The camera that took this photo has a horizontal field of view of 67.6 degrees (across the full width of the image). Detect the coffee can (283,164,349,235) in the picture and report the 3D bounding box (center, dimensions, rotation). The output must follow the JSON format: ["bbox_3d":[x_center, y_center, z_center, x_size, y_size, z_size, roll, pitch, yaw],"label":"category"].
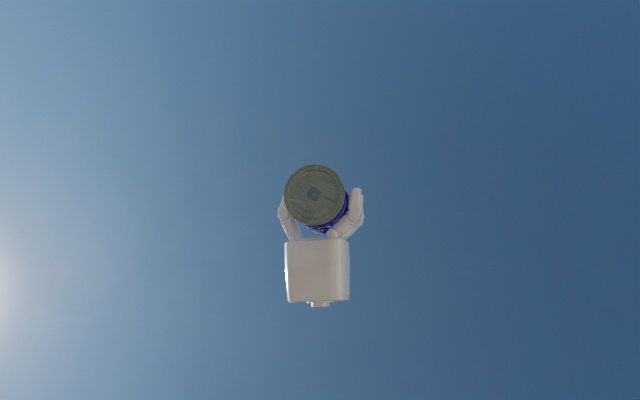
[{"bbox_3d":[0.000,0.003,0.853,0.103,0.102,0.140,0,-11,10],"label":"coffee can"}]
